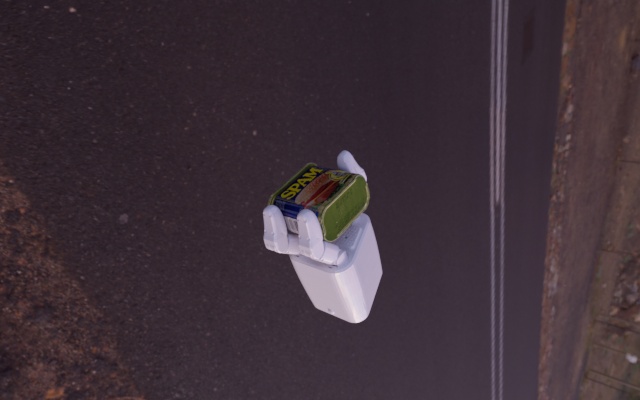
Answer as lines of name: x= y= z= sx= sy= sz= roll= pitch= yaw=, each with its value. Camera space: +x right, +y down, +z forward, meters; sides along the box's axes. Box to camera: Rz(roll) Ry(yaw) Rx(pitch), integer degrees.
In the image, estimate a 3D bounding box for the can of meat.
can of meat: x=0.000 y=0.002 z=0.596 sx=0.084 sy=0.057 sz=0.102 roll=14 pitch=44 yaw=38
